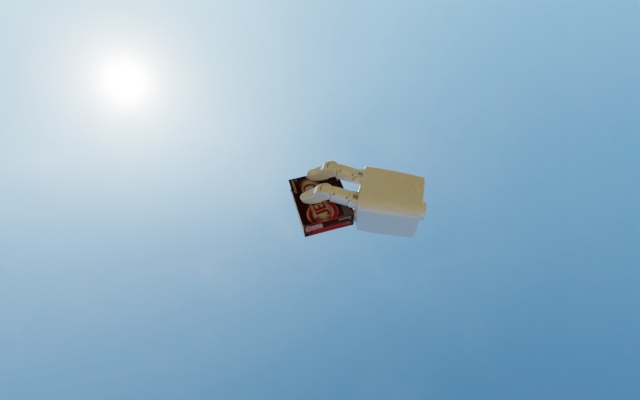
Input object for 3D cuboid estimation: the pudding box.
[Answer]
[{"bbox_3d":[0.000,0.003,0.838,0.090,0.113,0.039,-14,-41,-9],"label":"pudding box"}]
